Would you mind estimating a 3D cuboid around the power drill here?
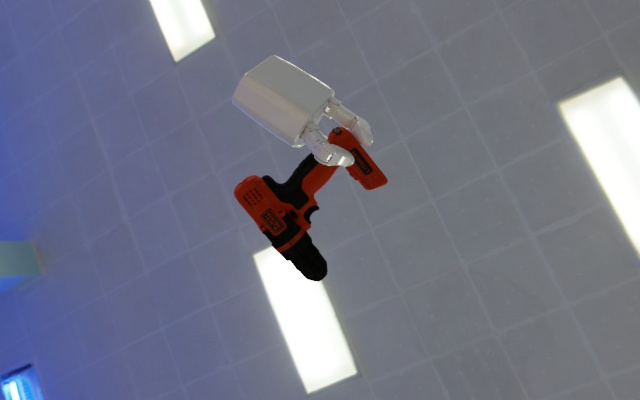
[{"bbox_3d":[0.000,0.002,0.678,0.187,0.184,0.057,-39,14,1],"label":"power drill"}]
